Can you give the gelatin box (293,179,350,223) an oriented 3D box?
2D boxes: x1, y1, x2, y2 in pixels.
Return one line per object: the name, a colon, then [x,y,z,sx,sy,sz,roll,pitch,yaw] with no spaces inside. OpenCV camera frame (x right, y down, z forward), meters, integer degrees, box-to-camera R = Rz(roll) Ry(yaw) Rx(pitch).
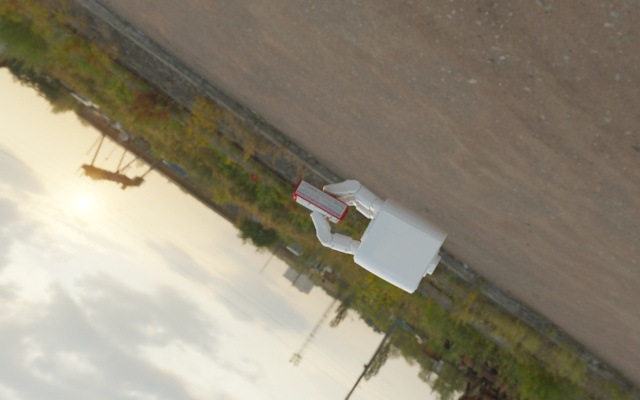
gelatin box: [0.000,0.003,0.768,0.089,0.030,0.073,29,-8,0]
